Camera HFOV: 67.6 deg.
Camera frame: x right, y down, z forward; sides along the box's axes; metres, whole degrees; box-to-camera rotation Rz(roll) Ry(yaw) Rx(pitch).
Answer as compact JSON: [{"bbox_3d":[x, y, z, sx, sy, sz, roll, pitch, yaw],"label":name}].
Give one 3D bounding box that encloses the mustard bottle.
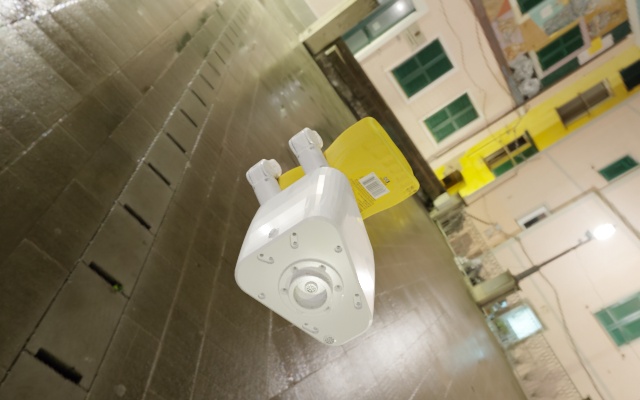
[{"bbox_3d":[0.000,0.001,0.502,0.191,0.058,0.096,-33,-50,16],"label":"mustard bottle"}]
